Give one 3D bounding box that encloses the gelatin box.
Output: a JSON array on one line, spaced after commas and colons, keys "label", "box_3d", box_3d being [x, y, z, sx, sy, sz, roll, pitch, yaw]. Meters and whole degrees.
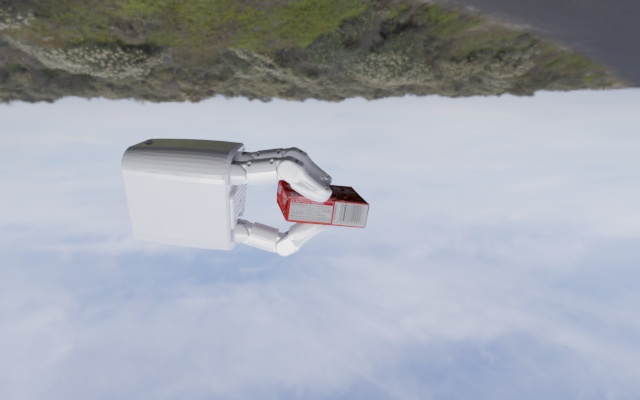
[{"label": "gelatin box", "box_3d": [0.000, 0.002, 0.519, 0.089, 0.030, 0.073, 6, 15, -13]}]
